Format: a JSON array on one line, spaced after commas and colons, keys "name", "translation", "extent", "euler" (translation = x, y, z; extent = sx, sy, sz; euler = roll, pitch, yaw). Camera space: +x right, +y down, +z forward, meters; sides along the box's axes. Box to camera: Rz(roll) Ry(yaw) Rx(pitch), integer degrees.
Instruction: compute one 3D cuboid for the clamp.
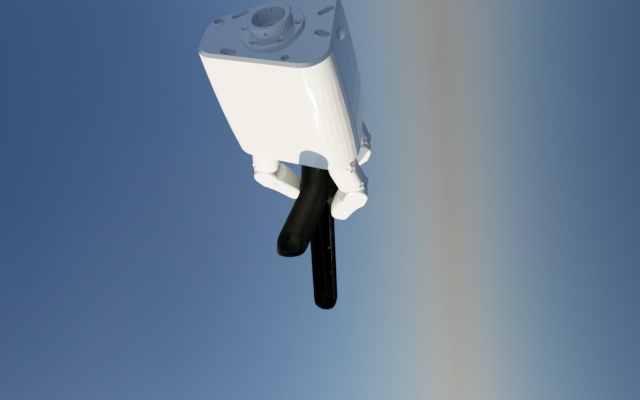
[{"name": "clamp", "translation": [-0.001, 0.001, 0.499], "extent": [0.036, 0.209, 0.165], "euler": [-1, -35, 12]}]
